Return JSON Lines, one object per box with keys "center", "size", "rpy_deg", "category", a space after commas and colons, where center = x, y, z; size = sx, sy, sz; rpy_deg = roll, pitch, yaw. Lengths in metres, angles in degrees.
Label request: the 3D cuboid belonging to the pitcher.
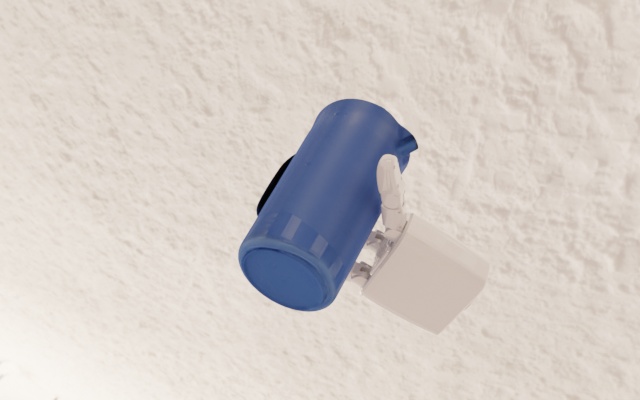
{"center": [0.000, 0.002, 0.549], "size": [0.145, 0.242, 0.149], "rpy_deg": [30, -42, 1], "category": "pitcher"}
